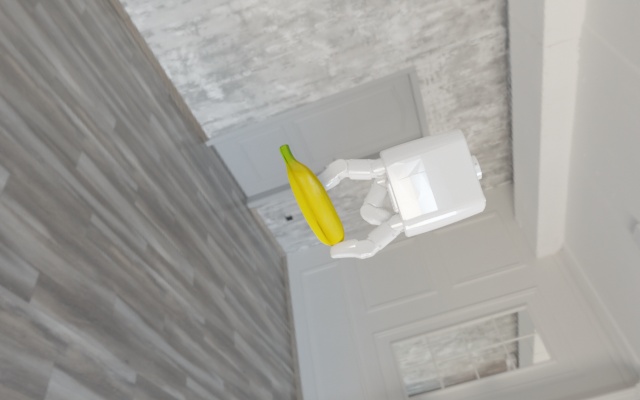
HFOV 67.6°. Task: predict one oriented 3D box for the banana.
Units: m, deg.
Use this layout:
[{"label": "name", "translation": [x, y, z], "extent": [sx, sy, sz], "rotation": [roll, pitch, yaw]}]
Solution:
[{"label": "banana", "translation": [0.002, 0.014, 0.603], "extent": [0.037, 0.069, 0.198], "rotation": [-18, -41, 8]}]
